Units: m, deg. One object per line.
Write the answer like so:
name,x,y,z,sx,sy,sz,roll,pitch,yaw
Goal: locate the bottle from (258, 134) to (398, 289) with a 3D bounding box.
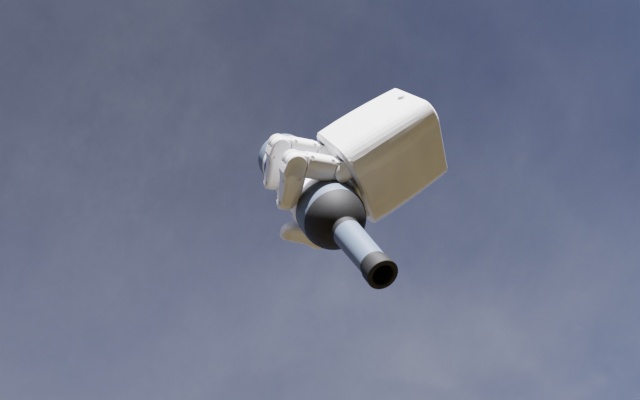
bottle,0.000,0.002,0.505,0.069,0.069,0.295,0,23,-22
